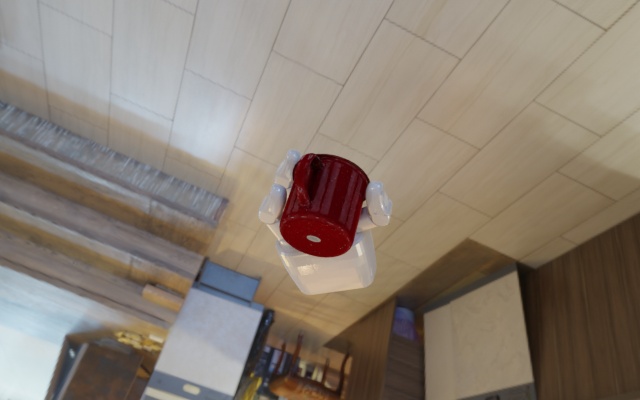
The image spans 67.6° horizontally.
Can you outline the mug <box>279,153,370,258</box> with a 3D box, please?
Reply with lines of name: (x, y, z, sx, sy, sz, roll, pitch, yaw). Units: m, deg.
mug: (0.000, 0.001, 0.517, 0.093, 0.081, 0.117, 1, -39, 20)
